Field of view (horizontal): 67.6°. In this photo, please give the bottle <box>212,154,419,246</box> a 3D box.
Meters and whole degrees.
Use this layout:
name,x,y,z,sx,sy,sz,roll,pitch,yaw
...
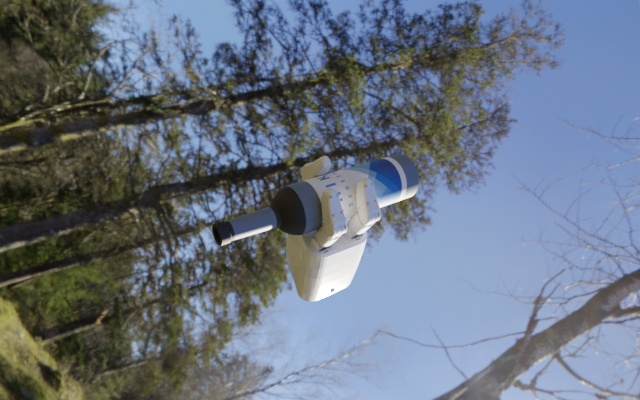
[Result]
name,x,y,z,sx,sy,sz,roll,pitch,yaw
bottle,0.000,0.002,0.631,0.295,0.069,0.069,-18,9,-30
